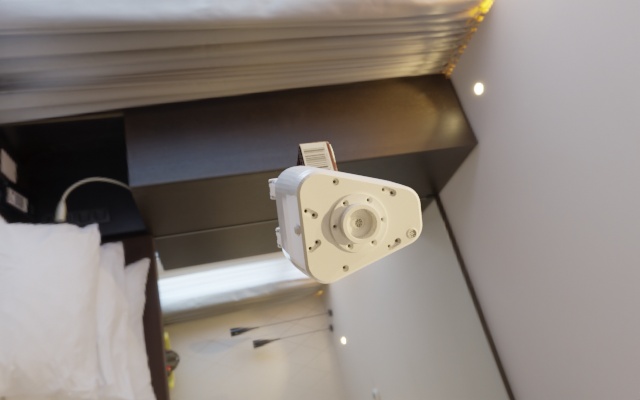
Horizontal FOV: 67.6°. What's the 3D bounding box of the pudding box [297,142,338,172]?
[{"bbox_3d":[0.000,0.002,0.553,0.039,0.113,0.090,-8,-23,-11],"label":"pudding box"}]
